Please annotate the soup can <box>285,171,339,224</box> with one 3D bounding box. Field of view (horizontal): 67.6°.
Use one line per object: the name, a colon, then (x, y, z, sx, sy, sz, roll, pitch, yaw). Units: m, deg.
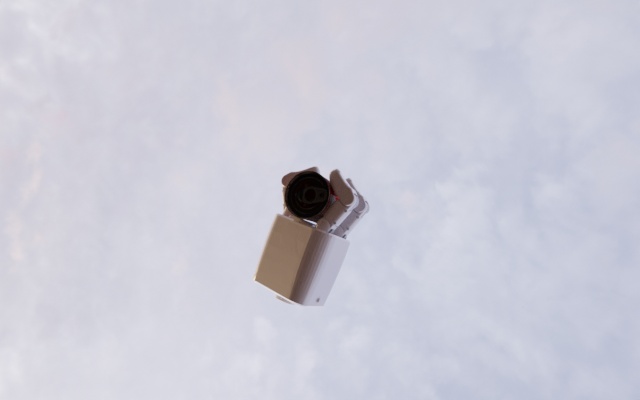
soup can: (0.000, 0.002, 0.701, 0.068, 0.068, 0.102, 0, -12, 23)
